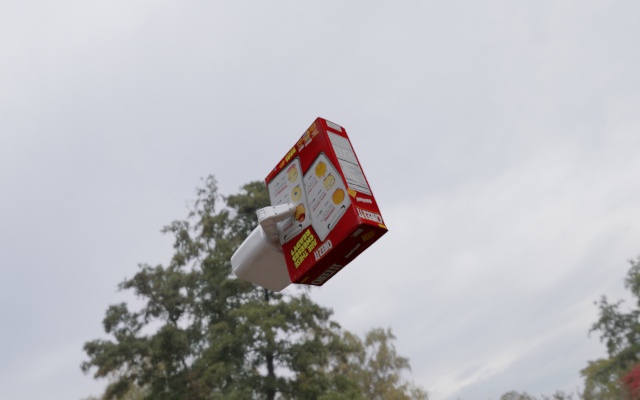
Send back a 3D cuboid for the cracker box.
[{"bbox_3d":[0.000,0.002,0.757,0.072,0.213,0.164,14,-46,-39],"label":"cracker box"}]
